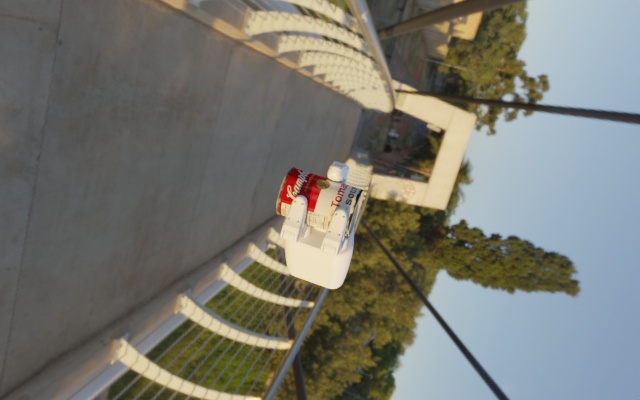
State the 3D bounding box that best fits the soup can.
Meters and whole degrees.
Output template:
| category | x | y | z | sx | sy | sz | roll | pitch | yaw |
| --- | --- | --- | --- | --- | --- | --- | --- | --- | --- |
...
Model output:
| category | x | y | z | sx | sy | sz | roll | pitch | yaw |
| --- | --- | --- | --- | --- | --- | --- | --- | --- | --- |
| soup can | 0.000 | 0.002 | 0.643 | 0.102 | 0.068 | 0.068 | 18 | 3 | 10 |
